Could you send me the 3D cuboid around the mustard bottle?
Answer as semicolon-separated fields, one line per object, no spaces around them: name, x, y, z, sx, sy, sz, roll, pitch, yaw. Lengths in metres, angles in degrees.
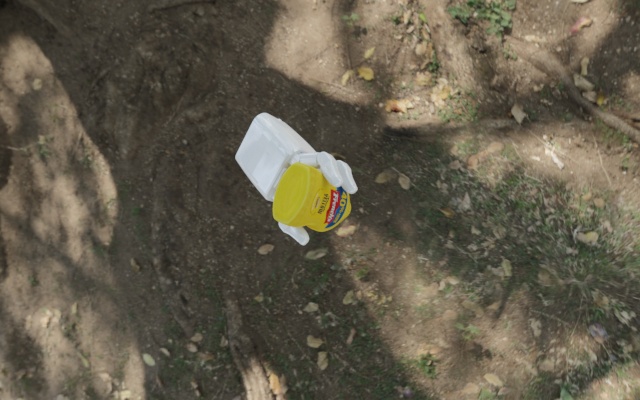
mustard bottle;0.000;0.003;0.788;0.058;0.096;0.192;20;2;30
